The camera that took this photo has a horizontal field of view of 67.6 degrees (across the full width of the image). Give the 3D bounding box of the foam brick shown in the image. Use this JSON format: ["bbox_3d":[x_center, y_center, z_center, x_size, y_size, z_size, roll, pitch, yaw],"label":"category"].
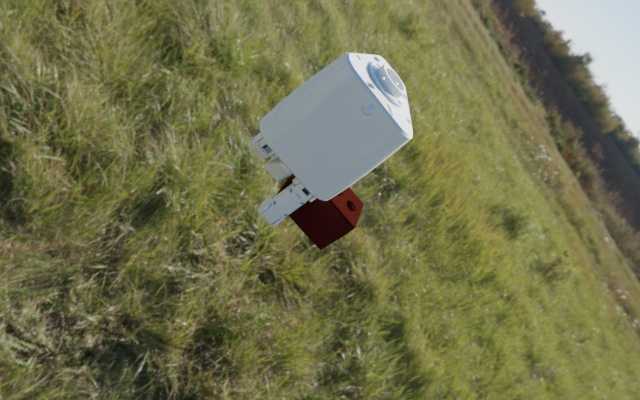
[{"bbox_3d":[0.000,0.002,0.507,0.051,0.078,0.053,-34,15,28],"label":"foam brick"}]
